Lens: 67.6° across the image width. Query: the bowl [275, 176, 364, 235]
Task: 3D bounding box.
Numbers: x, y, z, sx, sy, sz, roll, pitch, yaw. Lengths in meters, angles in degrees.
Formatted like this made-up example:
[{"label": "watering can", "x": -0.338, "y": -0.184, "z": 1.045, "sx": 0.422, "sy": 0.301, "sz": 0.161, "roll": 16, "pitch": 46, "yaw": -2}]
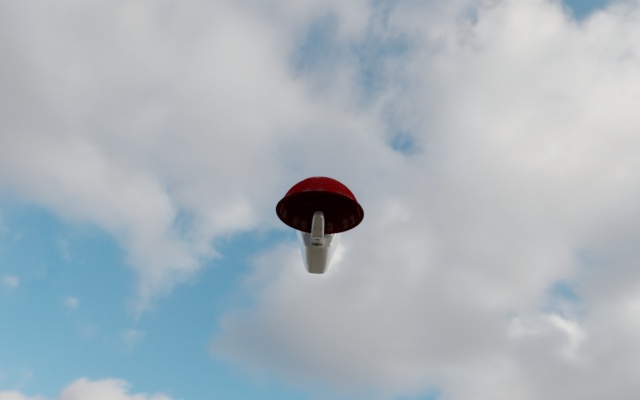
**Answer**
[{"label": "bowl", "x": 0.001, "y": 0.002, "z": 0.880, "sx": 0.162, "sy": 0.055, "sz": 0.162, "roll": 3, "pitch": -30, "yaw": 2}]
